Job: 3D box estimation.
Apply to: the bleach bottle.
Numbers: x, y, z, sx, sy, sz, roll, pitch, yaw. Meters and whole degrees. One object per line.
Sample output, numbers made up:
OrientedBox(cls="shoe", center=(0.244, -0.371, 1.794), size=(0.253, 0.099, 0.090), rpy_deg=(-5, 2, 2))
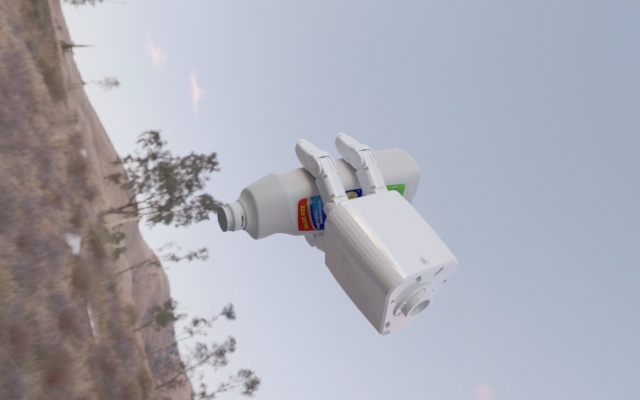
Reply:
OrientedBox(cls="bleach bottle", center=(0.000, 0.002, 0.563), size=(0.251, 0.103, 0.068), rpy_deg=(-13, 49, -32))
